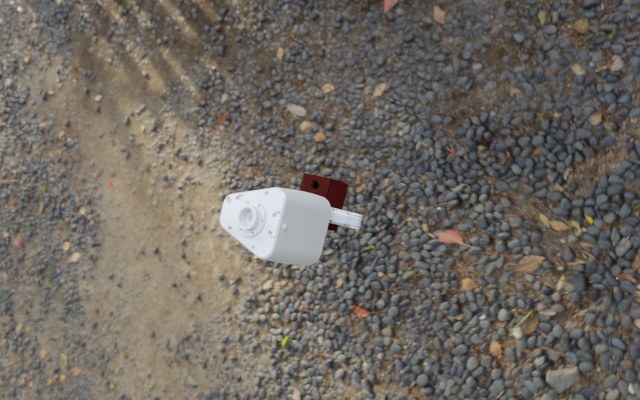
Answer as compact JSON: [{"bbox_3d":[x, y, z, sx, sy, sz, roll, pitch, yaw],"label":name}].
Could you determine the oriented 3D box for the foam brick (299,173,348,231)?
[{"bbox_3d":[0.000,0.002,0.725,0.053,0.078,0.051,13,-1,35],"label":"foam brick"}]
